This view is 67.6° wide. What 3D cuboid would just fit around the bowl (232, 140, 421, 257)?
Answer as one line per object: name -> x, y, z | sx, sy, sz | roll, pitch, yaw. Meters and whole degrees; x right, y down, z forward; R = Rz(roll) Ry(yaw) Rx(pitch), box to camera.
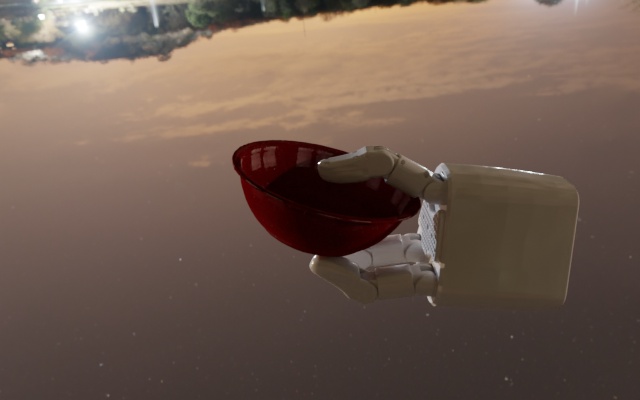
bowl -> -0.001, 0.001, 0.411 | 0.162, 0.055, 0.162 | 13, 23, -6
